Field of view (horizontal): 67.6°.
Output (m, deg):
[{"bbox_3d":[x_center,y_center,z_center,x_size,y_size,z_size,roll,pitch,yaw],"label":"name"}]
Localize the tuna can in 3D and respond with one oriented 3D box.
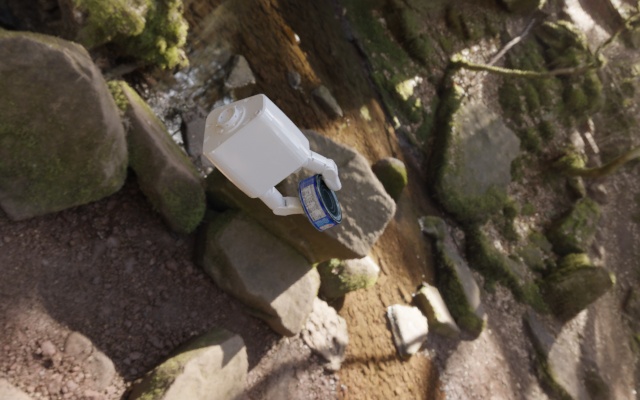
[{"bbox_3d":[0.001,0.002,0.737,0.034,0.086,0.086,-24,-7,17],"label":"tuna can"}]
